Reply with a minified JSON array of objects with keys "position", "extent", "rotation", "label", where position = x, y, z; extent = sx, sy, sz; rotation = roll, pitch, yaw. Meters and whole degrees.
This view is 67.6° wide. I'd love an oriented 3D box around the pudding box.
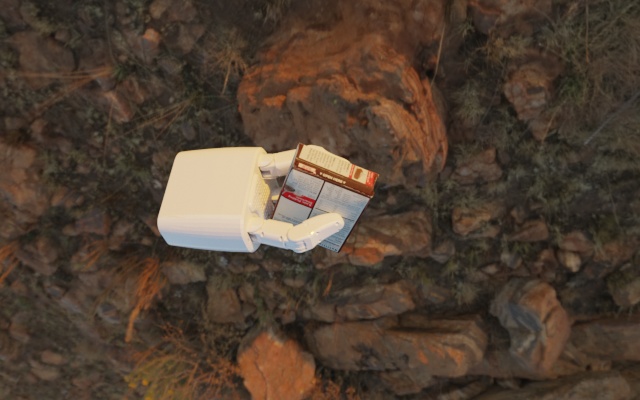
[{"position":[0.000,0.002,0.519],"extent":[0.090,0.039,0.114],"rotation":[21,-40,-5],"label":"pudding box"}]
